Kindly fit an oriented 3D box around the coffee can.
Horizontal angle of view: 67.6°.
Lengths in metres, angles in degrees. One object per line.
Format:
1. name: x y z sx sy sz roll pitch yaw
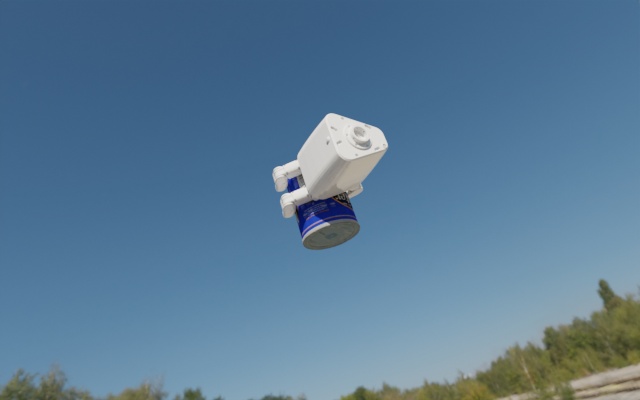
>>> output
1. coffee can: 0.000 0.003 0.847 0.103 0.140 0.103 -15 -26 -7
